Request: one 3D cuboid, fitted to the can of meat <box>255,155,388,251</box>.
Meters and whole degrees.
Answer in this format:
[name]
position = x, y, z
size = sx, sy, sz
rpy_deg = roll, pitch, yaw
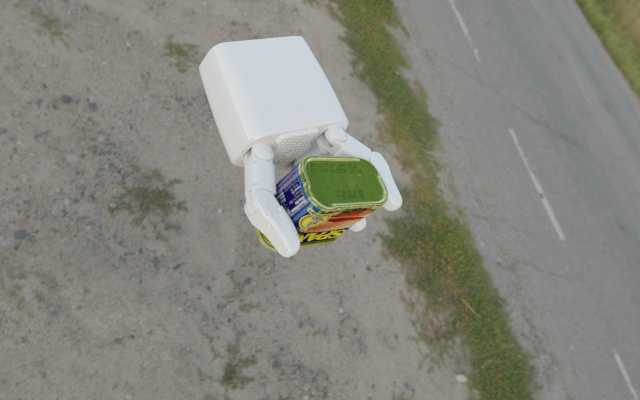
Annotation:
[can of meat]
position = 0.000, 0.001, 0.446
size = 0.102, 0.057, 0.084
rpy_deg = -4, -25, -42
